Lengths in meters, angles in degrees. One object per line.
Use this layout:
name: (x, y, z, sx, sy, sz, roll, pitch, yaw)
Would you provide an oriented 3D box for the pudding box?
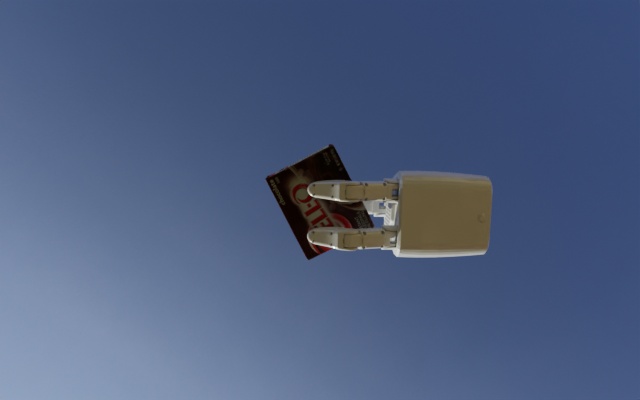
pudding box: (0.000, 0.002, 0.571, 0.090, 0.113, 0.039, -27, 6, 4)
